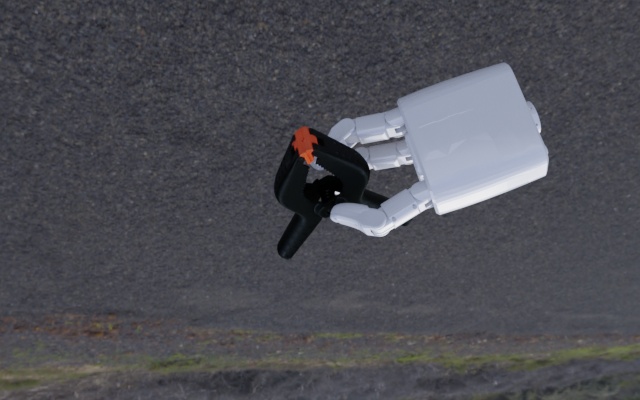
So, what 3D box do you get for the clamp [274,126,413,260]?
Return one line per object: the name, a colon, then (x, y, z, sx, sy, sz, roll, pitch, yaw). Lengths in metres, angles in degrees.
clamp: (0.000, 0.002, 0.494, 0.164, 0.036, 0.210, -21, -32, 11)
